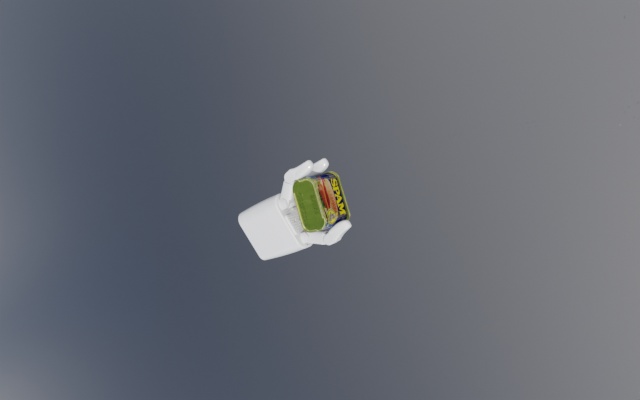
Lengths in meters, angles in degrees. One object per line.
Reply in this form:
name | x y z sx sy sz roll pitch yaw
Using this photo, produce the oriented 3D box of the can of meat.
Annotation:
can of meat | 0.000 0.003 0.859 0.057 0.102 0.084 -17 -1 34
